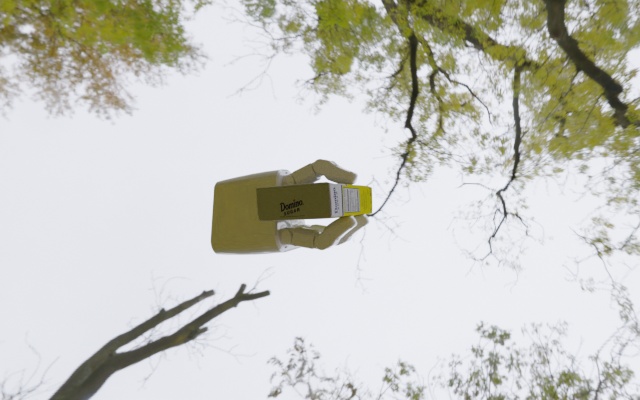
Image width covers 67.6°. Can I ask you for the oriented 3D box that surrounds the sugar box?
[{"bbox_3d":[0.000,0.003,0.612,0.093,0.048,0.176,-4,1,22],"label":"sugar box"}]
